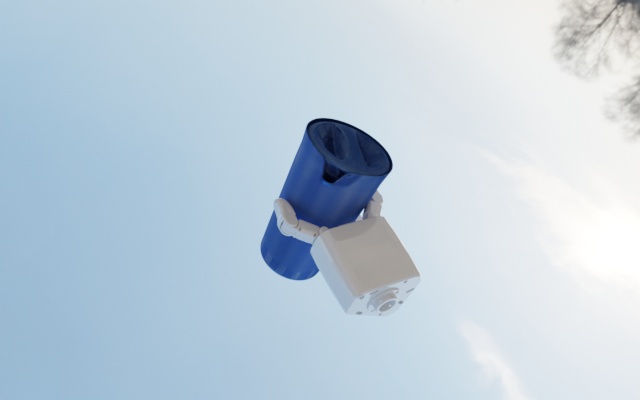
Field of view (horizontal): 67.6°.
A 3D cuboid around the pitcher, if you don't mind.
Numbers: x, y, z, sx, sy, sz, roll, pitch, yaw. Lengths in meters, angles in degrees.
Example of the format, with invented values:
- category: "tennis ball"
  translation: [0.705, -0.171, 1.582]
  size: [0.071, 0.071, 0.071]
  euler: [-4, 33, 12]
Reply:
- category: "pitcher"
  translation: [0.000, 0.003, 0.733]
  size: [0.149, 0.243, 0.145]
  euler: [1, 43, -35]
